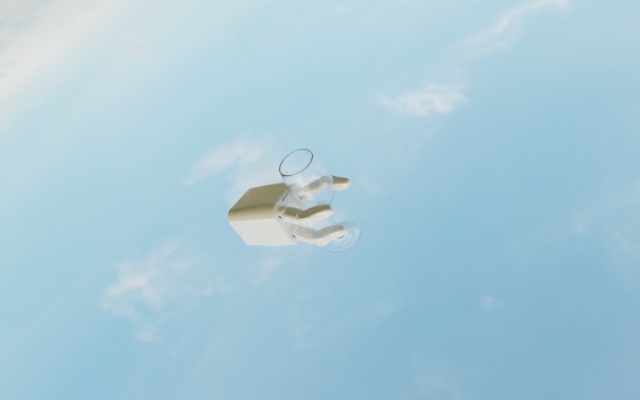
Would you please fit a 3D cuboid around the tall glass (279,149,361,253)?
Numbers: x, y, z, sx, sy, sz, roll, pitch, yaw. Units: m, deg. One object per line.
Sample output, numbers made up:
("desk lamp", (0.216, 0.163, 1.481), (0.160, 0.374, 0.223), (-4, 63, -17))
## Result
("tall glass", (0.001, 0.003, 0.834), (0.079, 0.079, 0.201), (0, -41, 32))
